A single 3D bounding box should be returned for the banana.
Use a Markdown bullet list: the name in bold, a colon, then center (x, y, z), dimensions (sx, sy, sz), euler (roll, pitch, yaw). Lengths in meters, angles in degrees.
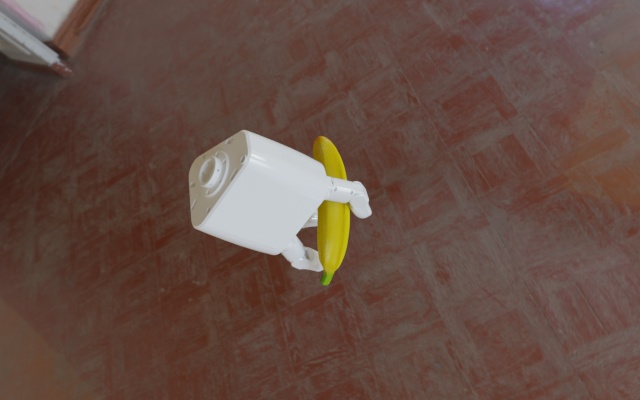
- **banana**: center (0.009, 0.000, 0.587), dimensions (0.037, 0.197, 0.070), euler (9, -21, -26)
